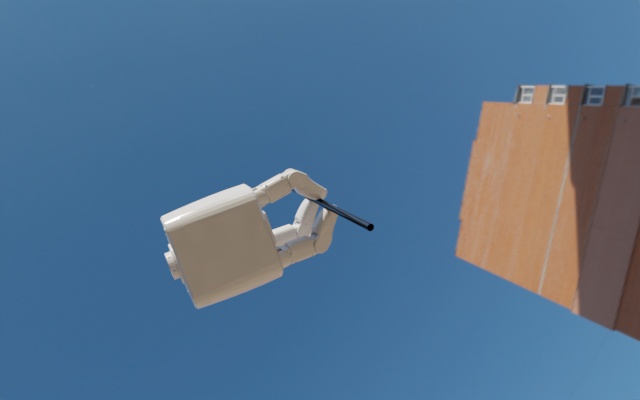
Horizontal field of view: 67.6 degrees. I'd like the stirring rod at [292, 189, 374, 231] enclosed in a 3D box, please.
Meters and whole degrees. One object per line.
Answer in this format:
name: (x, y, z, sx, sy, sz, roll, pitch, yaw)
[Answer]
stirring rod: (0.000, 0.002, 0.589, 0.011, 0.011, 0.239, 0, 12, -26)
